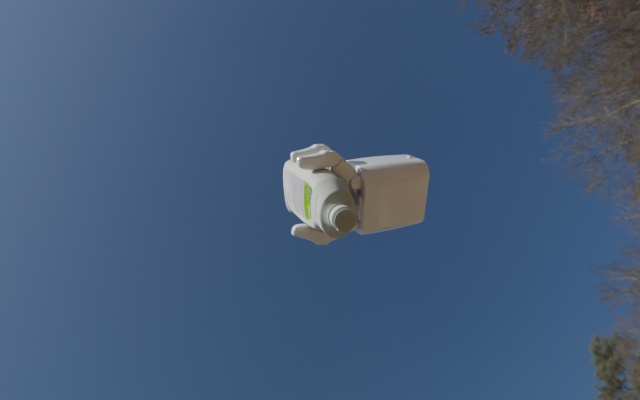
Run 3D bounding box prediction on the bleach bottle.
[{"bbox_3d":[0.000,0.002,0.694,0.068,0.102,0.250,-10,16,-12],"label":"bleach bottle"}]
